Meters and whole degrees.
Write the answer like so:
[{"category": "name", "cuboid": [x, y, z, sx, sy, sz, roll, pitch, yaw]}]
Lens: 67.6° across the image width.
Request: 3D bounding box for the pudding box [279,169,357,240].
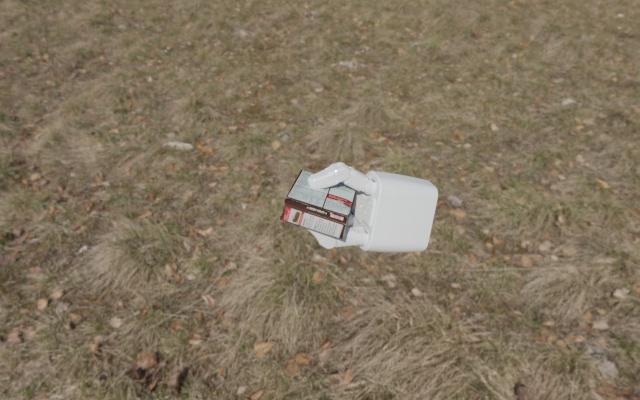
[{"category": "pudding box", "cuboid": [0.000, 0.002, 0.670, 0.090, 0.039, 0.113, 17, 24, 3]}]
